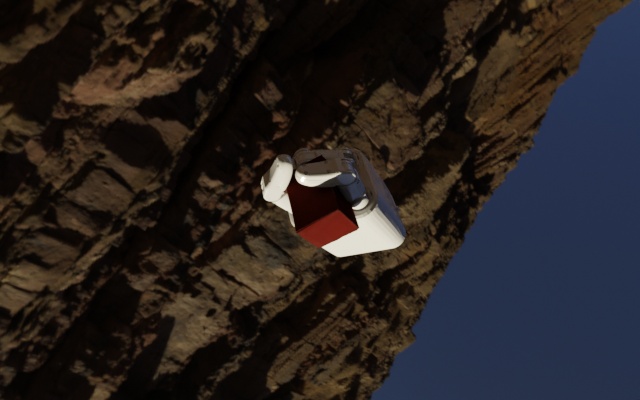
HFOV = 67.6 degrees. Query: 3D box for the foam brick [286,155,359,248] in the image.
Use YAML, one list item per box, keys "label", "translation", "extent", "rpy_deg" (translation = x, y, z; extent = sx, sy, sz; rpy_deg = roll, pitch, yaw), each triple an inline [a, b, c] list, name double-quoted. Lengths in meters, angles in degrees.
- label: "foam brick"
  translation: [0.000, 0.002, 0.513]
  extent: [0.053, 0.078, 0.051]
  rpy_deg: [-27, -38, 16]
